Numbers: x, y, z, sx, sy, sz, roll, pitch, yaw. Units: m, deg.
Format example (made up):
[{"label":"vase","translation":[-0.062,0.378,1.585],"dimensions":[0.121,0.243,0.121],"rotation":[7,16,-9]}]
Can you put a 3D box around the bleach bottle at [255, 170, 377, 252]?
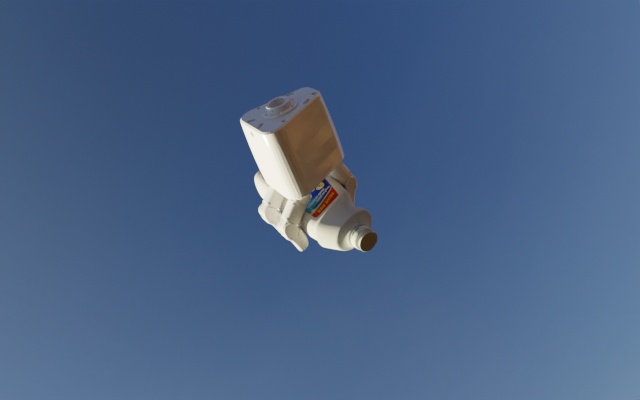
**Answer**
[{"label":"bleach bottle","translation":[0.000,0.002,0.702],"dimensions":[0.102,0.068,0.250],"rotation":[-34,37,-18]}]
